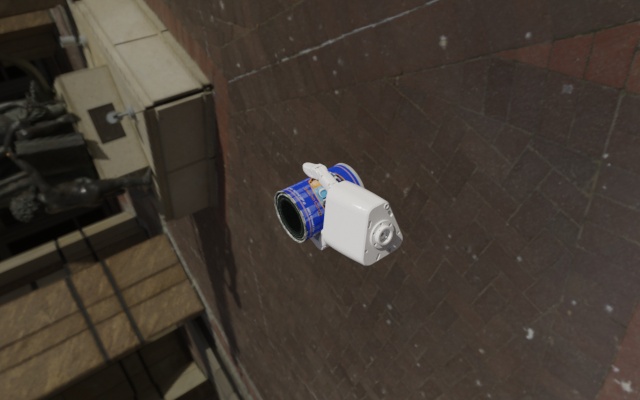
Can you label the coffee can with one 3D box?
[{"bbox_3d":[0.000,0.003,0.890,0.140,0.103,0.103,-26,12,-27],"label":"coffee can"}]
